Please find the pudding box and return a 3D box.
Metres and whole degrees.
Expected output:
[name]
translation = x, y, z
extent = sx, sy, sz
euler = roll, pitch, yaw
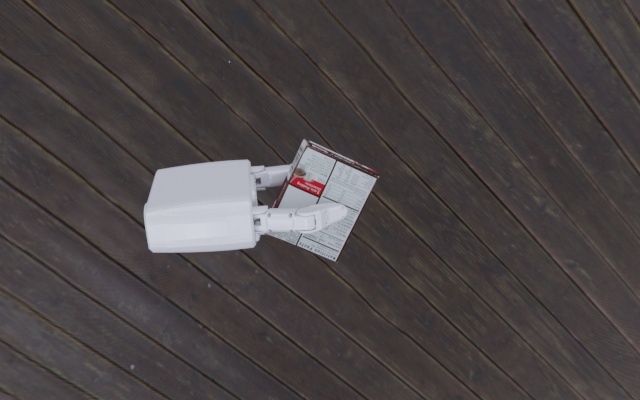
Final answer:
[pudding box]
translation = 0.000, 0.002, 0.528
extent = 0.090, 0.113, 0.039
euler = 23, 13, -11
